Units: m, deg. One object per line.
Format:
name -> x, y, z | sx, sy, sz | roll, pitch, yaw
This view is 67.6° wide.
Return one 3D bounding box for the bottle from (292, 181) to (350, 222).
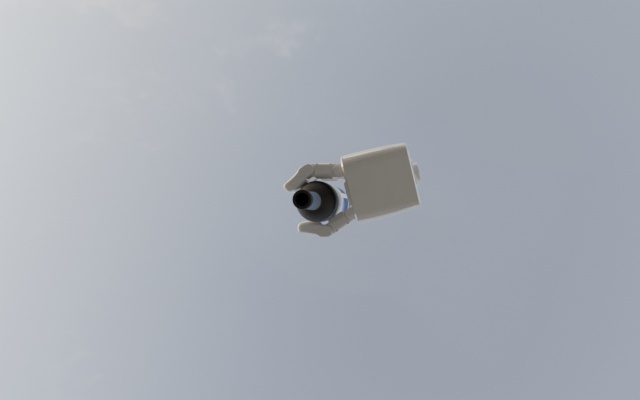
bottle -> 0.000, 0.003, 0.797 | 0.069, 0.069, 0.296 | 0, -2, 10
